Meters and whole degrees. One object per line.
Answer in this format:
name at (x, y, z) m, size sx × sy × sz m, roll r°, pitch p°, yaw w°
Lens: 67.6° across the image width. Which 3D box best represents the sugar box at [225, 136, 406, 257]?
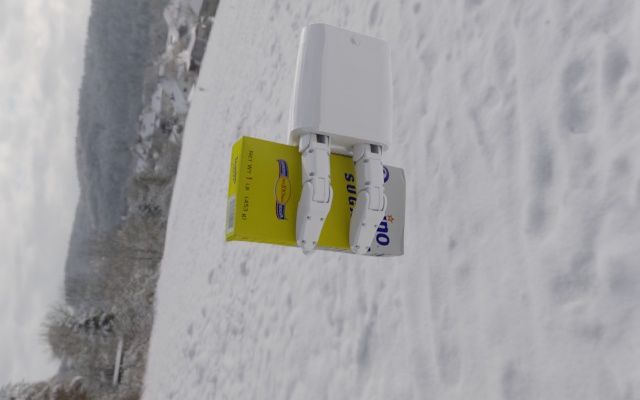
sugar box at (0.000, 0.001, 0.463) m, size 0.176 × 0.093 × 0.048 m, roll 8°, pitch -12°, yaw -23°
